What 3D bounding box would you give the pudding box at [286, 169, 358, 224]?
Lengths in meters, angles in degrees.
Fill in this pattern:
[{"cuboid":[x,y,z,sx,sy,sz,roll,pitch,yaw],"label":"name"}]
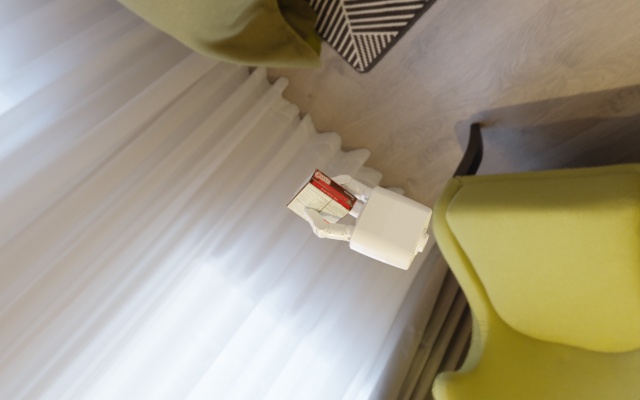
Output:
[{"cuboid":[0.000,0.003,0.850,0.090,0.039,0.113,36,-36,-7],"label":"pudding box"}]
